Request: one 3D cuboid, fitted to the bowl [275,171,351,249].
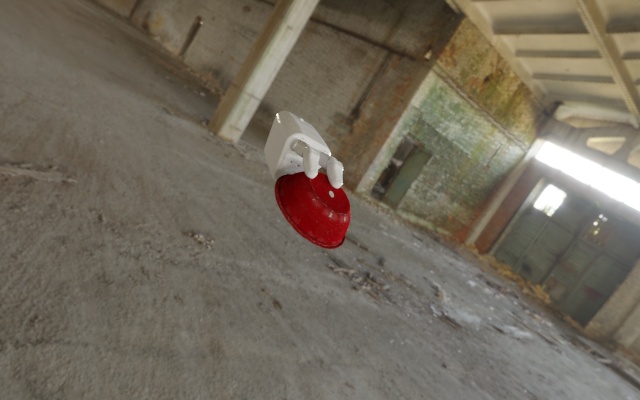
[{"bbox_3d":[0.001,0.004,0.826,0.055,0.162,0.162,-42,-23,28],"label":"bowl"}]
